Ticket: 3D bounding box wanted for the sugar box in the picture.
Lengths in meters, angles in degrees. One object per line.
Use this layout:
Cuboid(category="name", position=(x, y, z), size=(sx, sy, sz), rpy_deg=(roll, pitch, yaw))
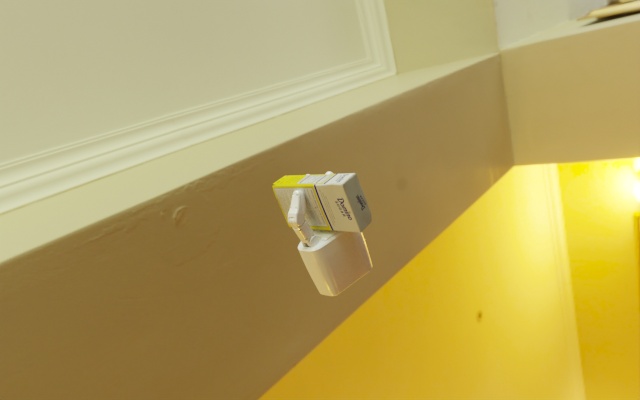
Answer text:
Cuboid(category="sugar box", position=(0.000, 0.003, 0.826), size=(0.176, 0.093, 0.048), rpy_deg=(0, 31, 43))
